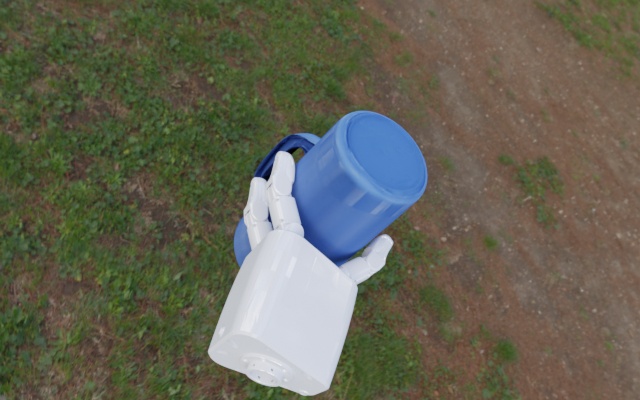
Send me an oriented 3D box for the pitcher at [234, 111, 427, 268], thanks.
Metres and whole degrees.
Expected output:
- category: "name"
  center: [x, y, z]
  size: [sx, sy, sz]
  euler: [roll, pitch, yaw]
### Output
- category: "pitcher"
  center: [0.000, 0.002, 0.543]
  size: [0.149, 0.145, 0.243]
  euler: [32, -41, -12]
